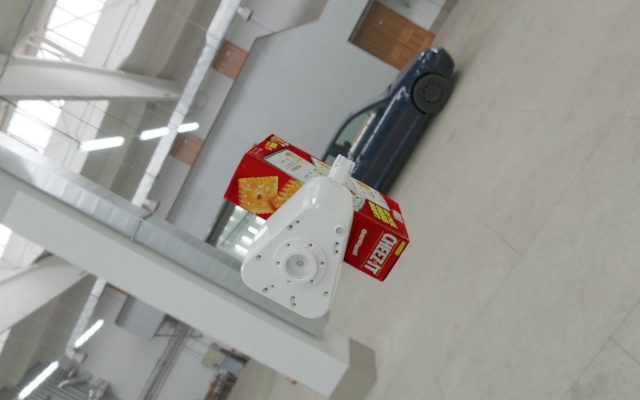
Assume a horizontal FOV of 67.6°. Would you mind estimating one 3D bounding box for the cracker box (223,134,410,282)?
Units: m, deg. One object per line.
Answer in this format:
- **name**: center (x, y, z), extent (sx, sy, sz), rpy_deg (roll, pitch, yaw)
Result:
- **cracker box**: center (0.000, 0.002, 0.621), extent (0.214, 0.072, 0.164), rpy_deg (29, 16, -4)
